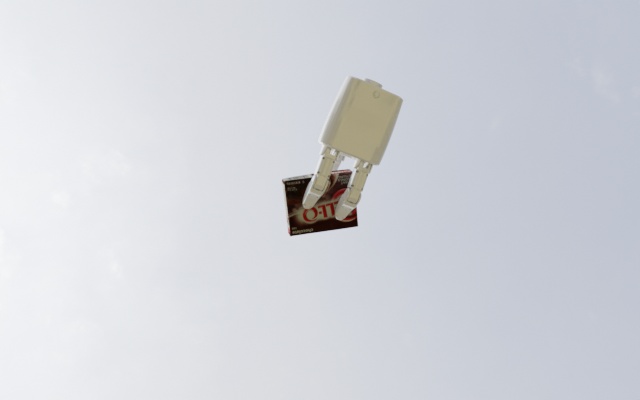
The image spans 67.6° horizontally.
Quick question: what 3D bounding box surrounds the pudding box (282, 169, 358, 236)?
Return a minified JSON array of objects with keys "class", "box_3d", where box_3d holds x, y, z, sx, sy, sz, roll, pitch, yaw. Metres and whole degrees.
[{"class":"pudding box","box_3d":[0.000,0.002,0.751,0.113,0.090,0.039,-8,14,-7]}]
